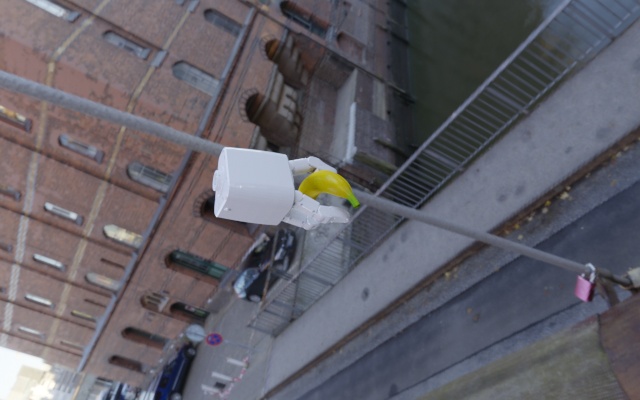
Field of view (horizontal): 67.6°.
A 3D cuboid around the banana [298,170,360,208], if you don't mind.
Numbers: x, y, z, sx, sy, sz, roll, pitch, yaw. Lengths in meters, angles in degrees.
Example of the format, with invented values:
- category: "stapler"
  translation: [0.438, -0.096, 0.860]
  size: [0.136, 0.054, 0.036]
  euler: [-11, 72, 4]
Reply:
- category: "banana"
  translation: [-0.002, -0.016, 0.818]
  size: [0.037, 0.069, 0.198]
  euler: [-12, 3, -26]
